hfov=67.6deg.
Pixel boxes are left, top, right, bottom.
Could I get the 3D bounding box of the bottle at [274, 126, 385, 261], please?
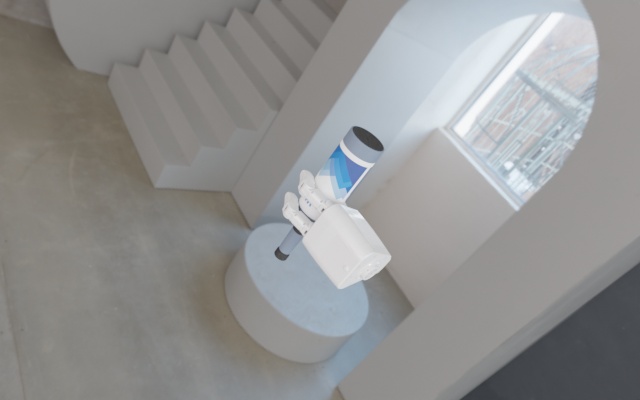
[{"bbox_3d":[0.000,0.003,0.846,0.069,0.069,0.296,0,-44,-47],"label":"bottle"}]
